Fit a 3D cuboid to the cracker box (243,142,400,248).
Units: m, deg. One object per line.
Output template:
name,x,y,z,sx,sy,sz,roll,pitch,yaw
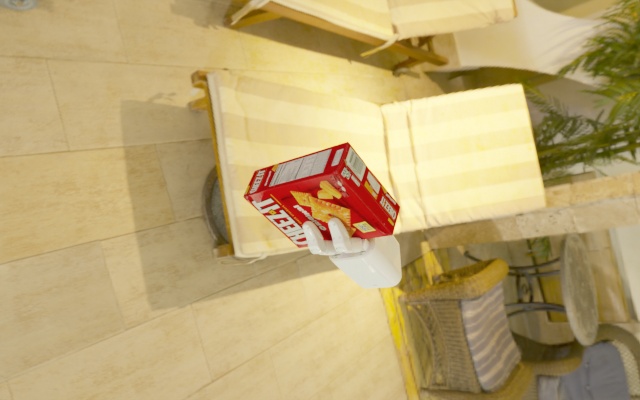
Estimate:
cracker box,0.000,0.002,0.811,0.214,0.072,0.164,-13,-47,39
